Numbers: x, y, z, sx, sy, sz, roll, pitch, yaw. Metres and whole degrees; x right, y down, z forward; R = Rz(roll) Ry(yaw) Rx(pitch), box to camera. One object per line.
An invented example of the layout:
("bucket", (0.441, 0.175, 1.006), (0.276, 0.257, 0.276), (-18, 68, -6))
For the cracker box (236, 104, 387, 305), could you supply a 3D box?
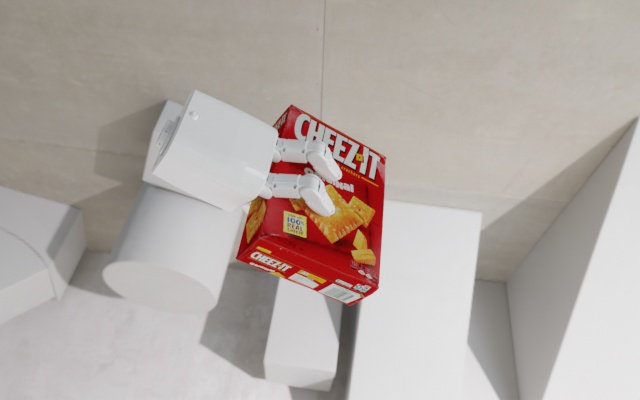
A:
("cracker box", (0.000, 0.002, 0.607), (0.164, 0.213, 0.072), (26, -40, -22))
